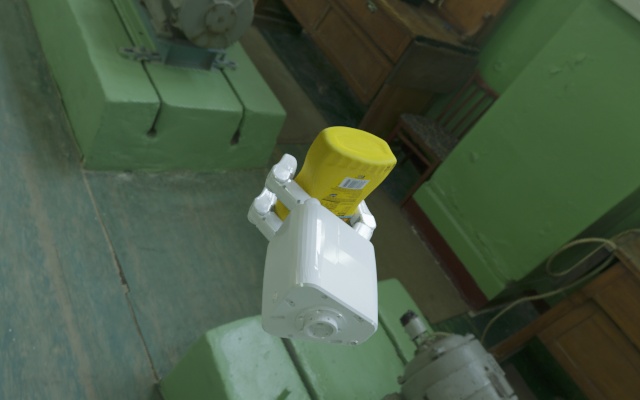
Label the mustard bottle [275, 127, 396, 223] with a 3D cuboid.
[{"bbox_3d":[0.000,0.001,0.566,0.096,0.058,0.192,4,-43,-35],"label":"mustard bottle"}]
